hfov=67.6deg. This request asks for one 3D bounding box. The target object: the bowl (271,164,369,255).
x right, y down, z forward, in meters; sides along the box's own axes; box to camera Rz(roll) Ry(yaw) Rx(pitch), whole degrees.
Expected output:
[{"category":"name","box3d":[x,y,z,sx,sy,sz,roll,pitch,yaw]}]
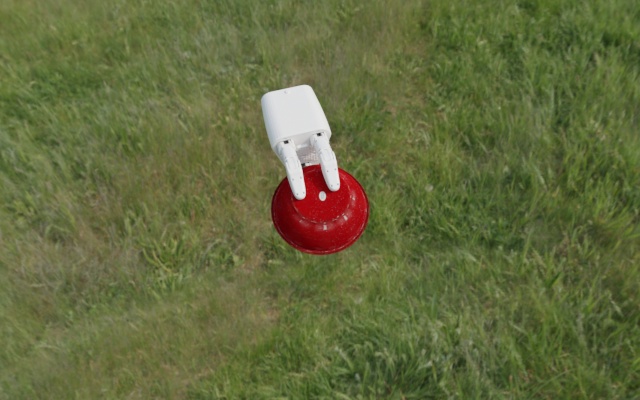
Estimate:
[{"category":"bowl","box3d":[0.001,0.003,0.759,0.162,0.162,0.055,0,-23,-2]}]
